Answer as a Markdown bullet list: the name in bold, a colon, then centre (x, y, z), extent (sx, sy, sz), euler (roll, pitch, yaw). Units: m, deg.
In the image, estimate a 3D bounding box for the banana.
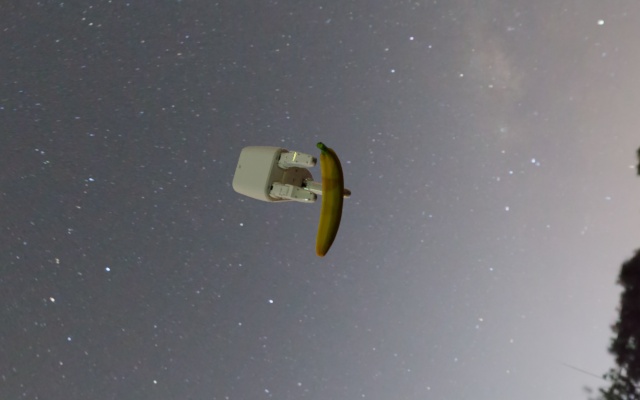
- **banana**: centre (0.012, -0.005, 0.812), extent (0.037, 0.198, 0.069), euler (11, 20, 40)
